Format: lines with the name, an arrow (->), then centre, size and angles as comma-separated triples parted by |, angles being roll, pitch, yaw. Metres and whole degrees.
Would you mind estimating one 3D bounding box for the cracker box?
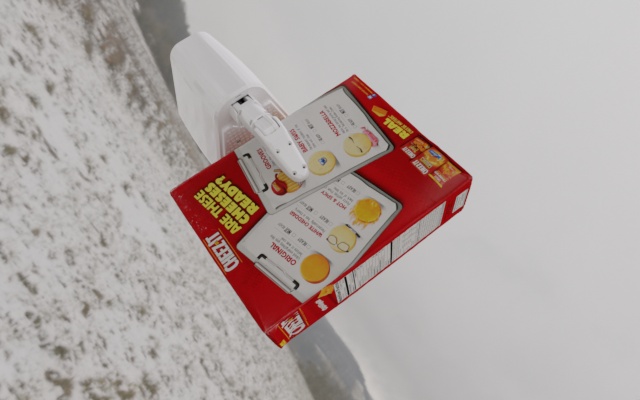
cracker box -> 0.000, 0.001, 0.439 | 0.213, 0.164, 0.072 | -35, -29, -11
